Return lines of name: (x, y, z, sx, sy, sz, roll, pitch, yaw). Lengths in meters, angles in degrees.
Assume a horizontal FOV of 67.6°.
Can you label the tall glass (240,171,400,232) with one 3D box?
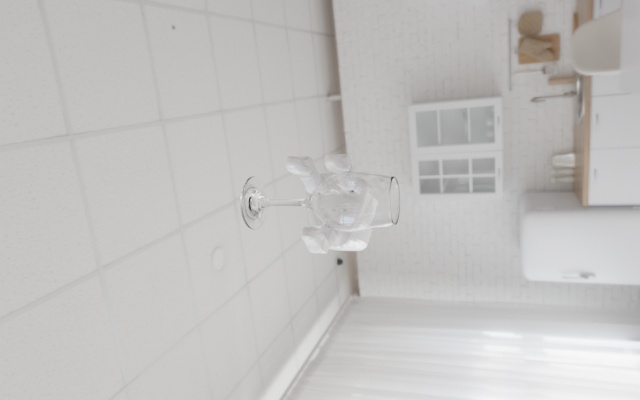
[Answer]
tall glass: (-0.001, 0.002, 0.630, 0.201, 0.079, 0.079, -1, 0, 21)
